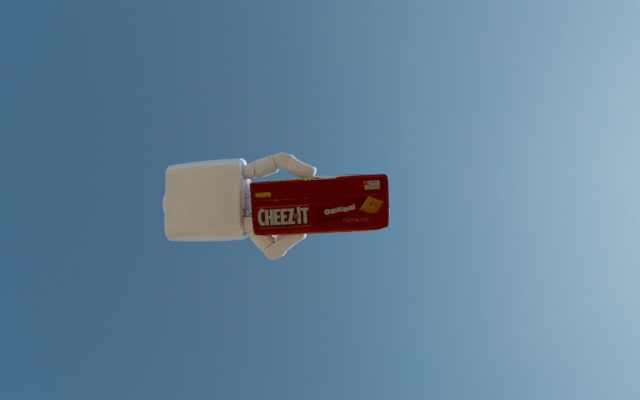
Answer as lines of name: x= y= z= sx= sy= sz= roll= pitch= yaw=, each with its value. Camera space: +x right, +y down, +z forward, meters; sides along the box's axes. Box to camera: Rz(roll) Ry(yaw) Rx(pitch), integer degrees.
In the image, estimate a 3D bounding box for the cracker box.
cracker box: x=0.000 y=0.002 z=0.662 sx=0.164 sy=0.072 sz=0.213 roll=-4 pitch=3 yaw=1
